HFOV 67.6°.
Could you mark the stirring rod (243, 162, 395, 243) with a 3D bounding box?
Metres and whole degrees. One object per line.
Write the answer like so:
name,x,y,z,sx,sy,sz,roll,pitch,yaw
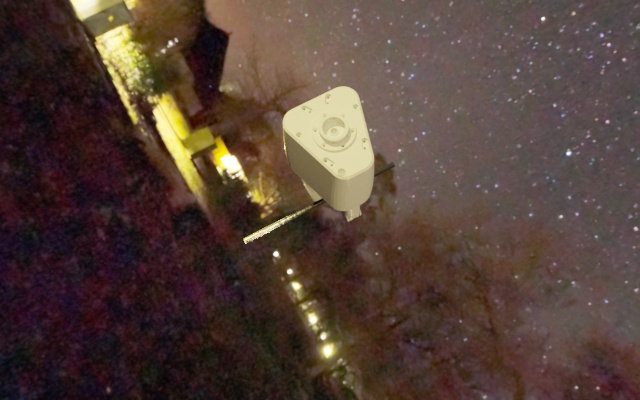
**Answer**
stirring rod,0.000,0.002,0.680,0.239,0.011,0.011,-27,3,-7
